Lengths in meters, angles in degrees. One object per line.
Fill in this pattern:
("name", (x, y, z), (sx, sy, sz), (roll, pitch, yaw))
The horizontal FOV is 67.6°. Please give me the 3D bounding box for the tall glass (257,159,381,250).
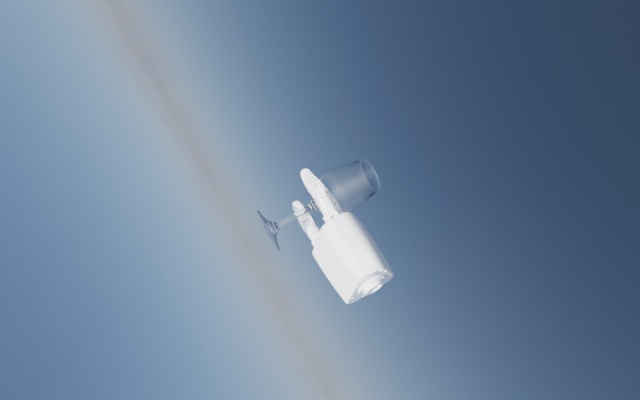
("tall glass", (-0.001, 0.003, 0.797), (0.201, 0.079, 0.079), (-29, 5, -10))
